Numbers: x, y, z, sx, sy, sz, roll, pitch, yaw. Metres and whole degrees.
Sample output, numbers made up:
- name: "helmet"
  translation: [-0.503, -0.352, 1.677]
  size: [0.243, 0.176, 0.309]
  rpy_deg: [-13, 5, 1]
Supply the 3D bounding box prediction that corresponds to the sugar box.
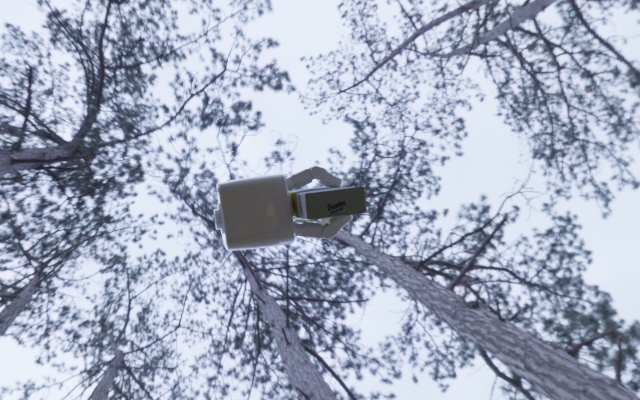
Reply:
- name: "sugar box"
  translation: [0.000, 0.003, 0.769]
  size: [0.093, 0.048, 0.176]
  rpy_deg: [-7, 5, -15]
